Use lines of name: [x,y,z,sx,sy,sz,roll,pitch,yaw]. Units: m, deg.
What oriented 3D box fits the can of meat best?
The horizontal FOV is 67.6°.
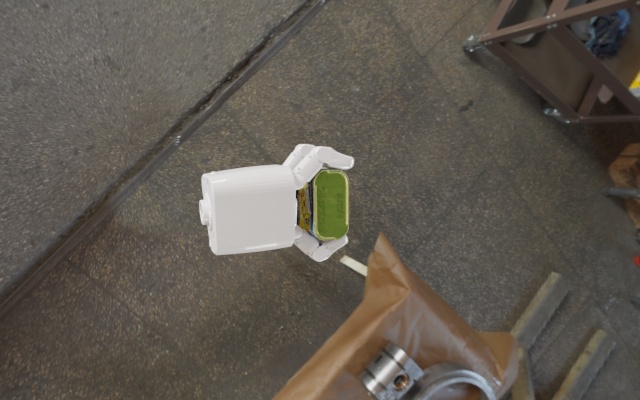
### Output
can of meat: [0.000,0.002,0.675,0.057,0.102,0.084,-4,8,-21]
